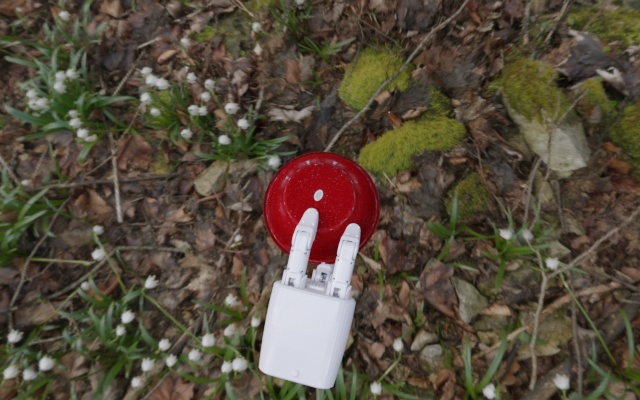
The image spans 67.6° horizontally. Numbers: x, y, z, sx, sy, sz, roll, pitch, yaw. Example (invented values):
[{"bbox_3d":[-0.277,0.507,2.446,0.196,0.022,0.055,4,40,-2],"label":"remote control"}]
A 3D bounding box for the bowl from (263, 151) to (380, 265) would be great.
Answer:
[{"bbox_3d":[0.000,0.001,0.633,0.162,0.162,0.055,0,-15,2],"label":"bowl"}]
